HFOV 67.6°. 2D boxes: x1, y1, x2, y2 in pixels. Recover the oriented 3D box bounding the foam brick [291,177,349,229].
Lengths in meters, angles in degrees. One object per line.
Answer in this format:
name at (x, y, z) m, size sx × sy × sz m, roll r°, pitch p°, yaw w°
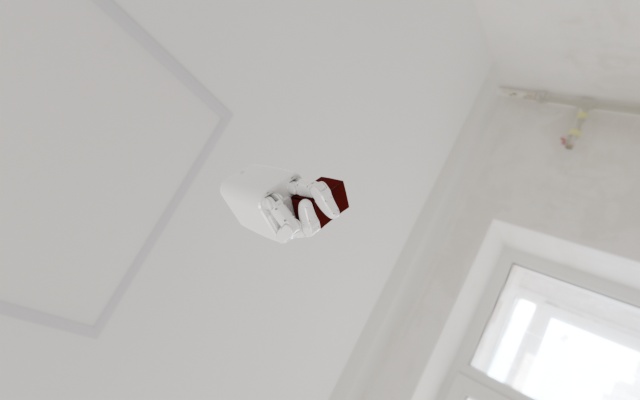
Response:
foam brick at (0.000, 0.003, 0.781) m, size 0.051 × 0.053 × 0.078 m, roll 13°, pitch 36°, yaw 41°
